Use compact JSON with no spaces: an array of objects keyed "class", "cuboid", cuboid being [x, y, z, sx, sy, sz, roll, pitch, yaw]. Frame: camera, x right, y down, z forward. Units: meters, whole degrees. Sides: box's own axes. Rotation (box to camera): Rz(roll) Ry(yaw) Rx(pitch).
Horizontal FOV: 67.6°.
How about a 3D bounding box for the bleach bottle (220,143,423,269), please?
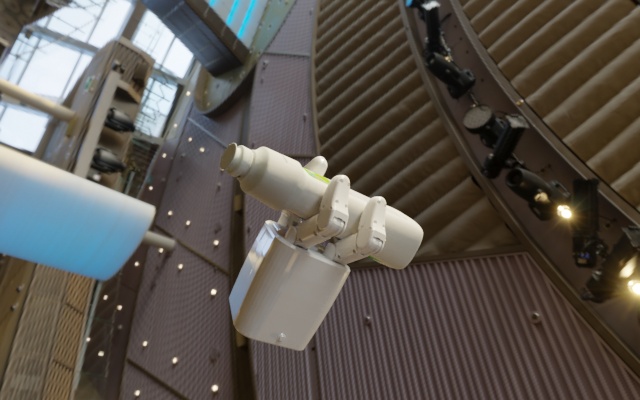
[{"class":"bleach bottle","cuboid":[0.000,0.002,0.533,0.251,0.068,0.102,27,2,-34]}]
